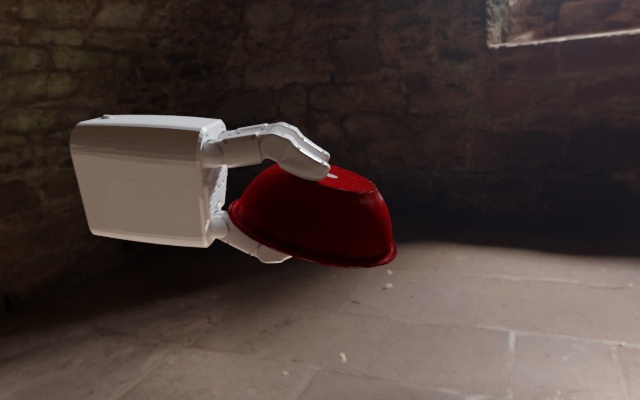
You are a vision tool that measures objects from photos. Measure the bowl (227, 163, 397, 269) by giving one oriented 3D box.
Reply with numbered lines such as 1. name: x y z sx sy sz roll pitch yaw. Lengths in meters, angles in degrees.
1. bowl: 0.001 0.001 0.439 0.162 0.055 0.162 14 16 -4
